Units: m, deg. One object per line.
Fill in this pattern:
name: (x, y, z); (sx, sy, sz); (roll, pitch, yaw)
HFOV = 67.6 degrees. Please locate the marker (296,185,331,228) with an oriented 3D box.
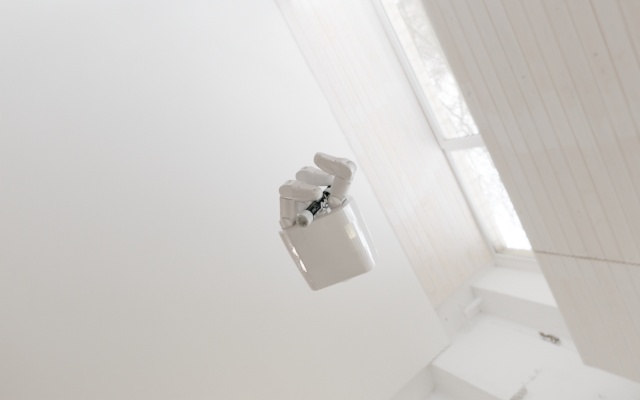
marker: (0.000, 0.002, 0.657); (0.020, 0.020, 0.121); (0, 24, 25)
